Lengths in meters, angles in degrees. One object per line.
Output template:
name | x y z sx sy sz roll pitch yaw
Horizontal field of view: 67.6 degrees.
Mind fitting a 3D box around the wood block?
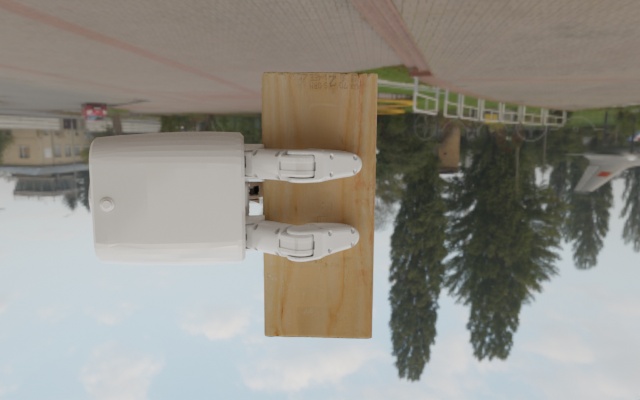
wood block | 0.000 0.001 0.410 0.090 0.206 0.091 1 8 1
